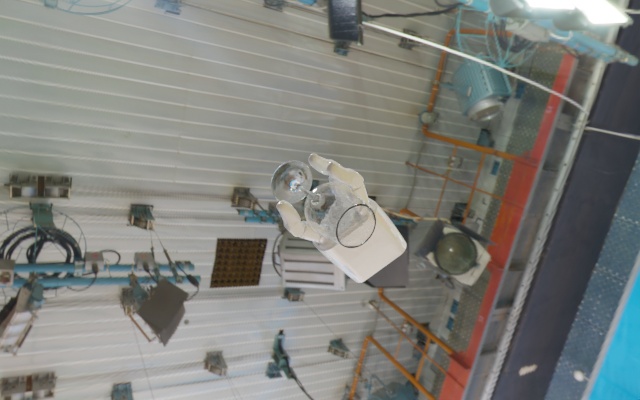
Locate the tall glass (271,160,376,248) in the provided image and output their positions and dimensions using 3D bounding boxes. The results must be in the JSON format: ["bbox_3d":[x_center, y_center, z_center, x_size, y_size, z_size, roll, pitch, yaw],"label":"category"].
[{"bbox_3d":[0.000,0.002,0.701,0.079,0.079,0.201,0,19,-30],"label":"tall glass"}]
